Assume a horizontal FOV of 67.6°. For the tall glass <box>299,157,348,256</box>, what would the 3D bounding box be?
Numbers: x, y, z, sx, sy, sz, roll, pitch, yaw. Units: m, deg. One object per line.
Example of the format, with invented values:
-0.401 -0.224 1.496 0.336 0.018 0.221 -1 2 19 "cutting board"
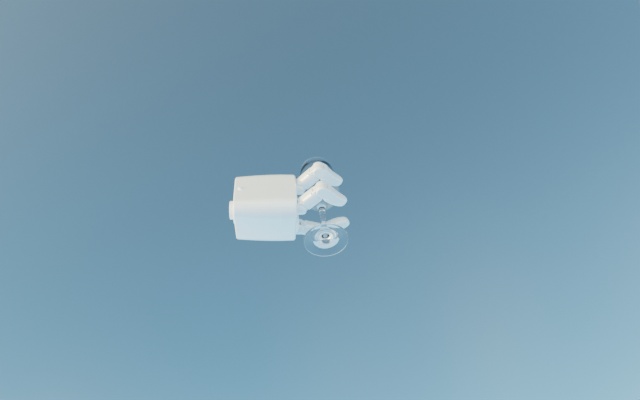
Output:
0.000 0.003 0.857 0.079 0.079 0.200 0 39 -6 "tall glass"
